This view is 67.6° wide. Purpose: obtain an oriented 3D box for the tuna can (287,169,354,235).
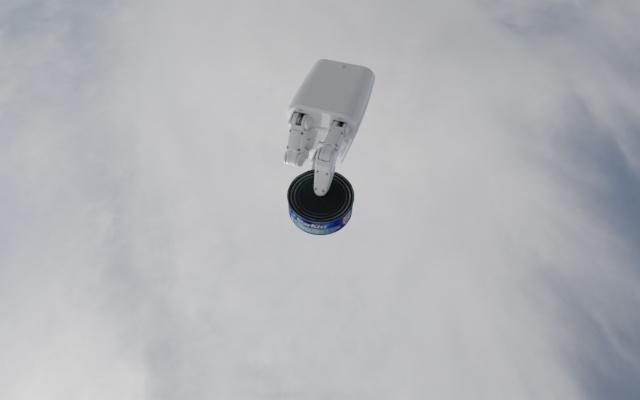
[{"bbox_3d":[0.000,0.002,0.618,0.086,0.086,0.034,0,-37,-1],"label":"tuna can"}]
